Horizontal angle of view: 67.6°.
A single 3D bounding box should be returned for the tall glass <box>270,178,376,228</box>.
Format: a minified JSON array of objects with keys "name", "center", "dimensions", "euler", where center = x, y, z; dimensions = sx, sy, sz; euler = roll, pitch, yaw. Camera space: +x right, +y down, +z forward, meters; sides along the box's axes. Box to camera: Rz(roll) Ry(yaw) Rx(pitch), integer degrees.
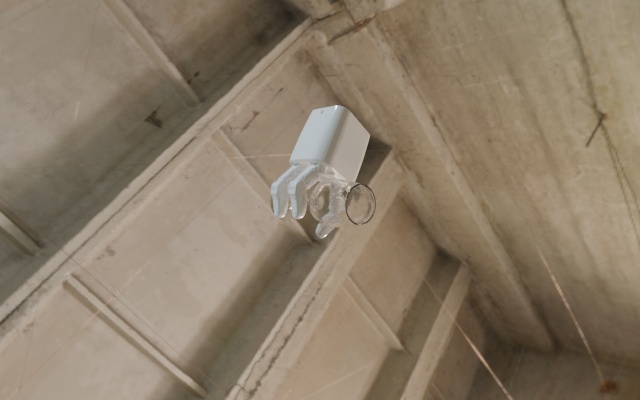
[{"name":"tall glass","center":[0.000,0.003,0.788],"dimensions":[0.079,0.079,0.201],"euler":[0,2,-37]}]
